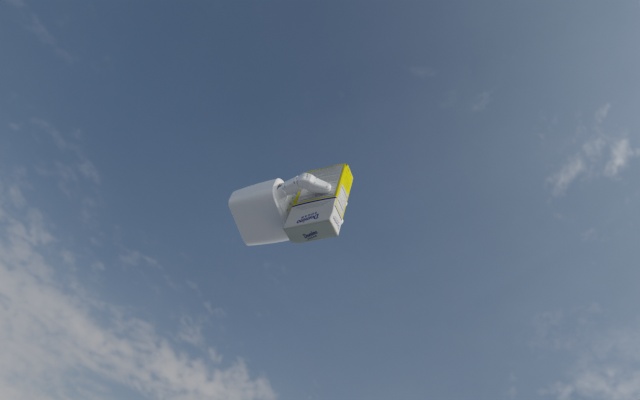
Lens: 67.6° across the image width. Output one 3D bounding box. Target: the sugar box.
[{"bbox_3d":[0.000,0.003,0.885,0.093,0.048,0.176,-12,36,23],"label":"sugar box"}]
